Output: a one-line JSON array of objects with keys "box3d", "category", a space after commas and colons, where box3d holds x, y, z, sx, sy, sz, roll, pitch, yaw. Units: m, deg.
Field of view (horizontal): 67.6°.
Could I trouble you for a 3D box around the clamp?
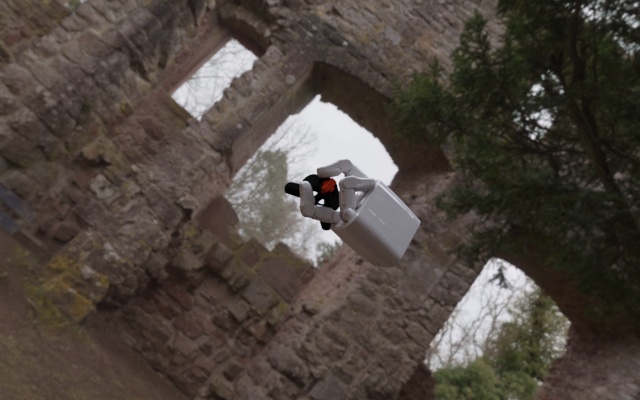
[{"box3d": [0.000, 0.002, 0.855, 0.120, 0.039, 0.171, 42, -17, -10], "category": "clamp"}]
